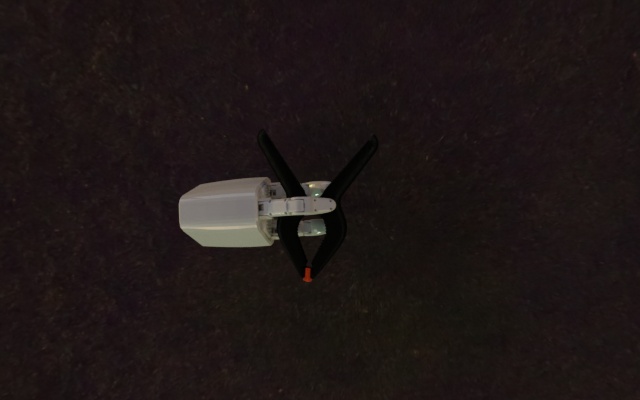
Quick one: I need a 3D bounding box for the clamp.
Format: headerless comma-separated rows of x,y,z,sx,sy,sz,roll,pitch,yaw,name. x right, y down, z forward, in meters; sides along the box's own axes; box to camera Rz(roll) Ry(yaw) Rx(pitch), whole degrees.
0.000,0.003,0.644,0.164,0.210,0.036,-3,-4,5,clamp
